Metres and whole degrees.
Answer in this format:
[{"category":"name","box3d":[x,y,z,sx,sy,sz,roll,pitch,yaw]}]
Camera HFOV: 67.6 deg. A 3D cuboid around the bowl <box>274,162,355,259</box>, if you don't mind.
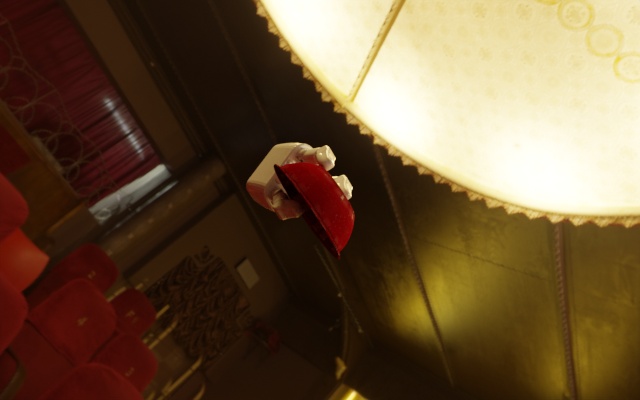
[{"category":"bowl","box3d":[0.001,0.003,0.678,0.055,0.162,0.162,-34,5,-7]}]
